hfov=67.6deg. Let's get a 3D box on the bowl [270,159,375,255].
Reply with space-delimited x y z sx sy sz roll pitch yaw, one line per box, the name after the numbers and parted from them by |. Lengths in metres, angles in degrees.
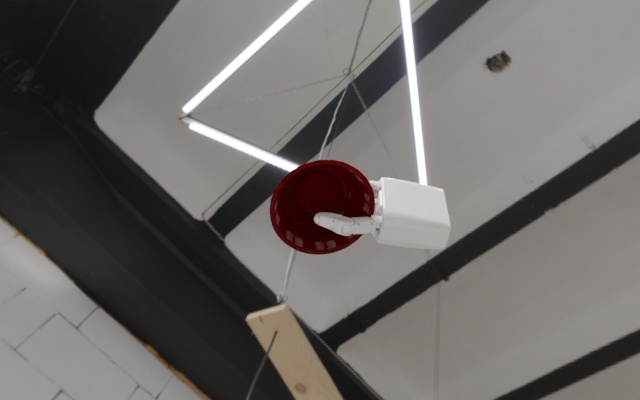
-0.001 0.002 0.741 0.162 0.162 0.055 0 27 -10 | bowl
